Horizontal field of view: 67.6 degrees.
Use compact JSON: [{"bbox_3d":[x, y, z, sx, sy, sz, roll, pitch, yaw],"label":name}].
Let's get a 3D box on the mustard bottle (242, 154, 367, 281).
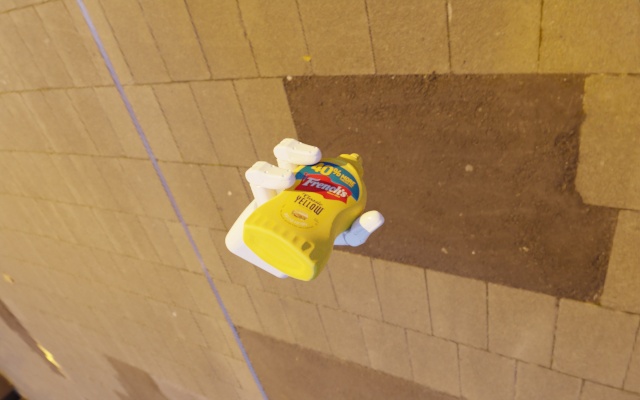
[{"bbox_3d":[0.000,0.002,0.562,0.096,0.058,0.191,27,48,15],"label":"mustard bottle"}]
